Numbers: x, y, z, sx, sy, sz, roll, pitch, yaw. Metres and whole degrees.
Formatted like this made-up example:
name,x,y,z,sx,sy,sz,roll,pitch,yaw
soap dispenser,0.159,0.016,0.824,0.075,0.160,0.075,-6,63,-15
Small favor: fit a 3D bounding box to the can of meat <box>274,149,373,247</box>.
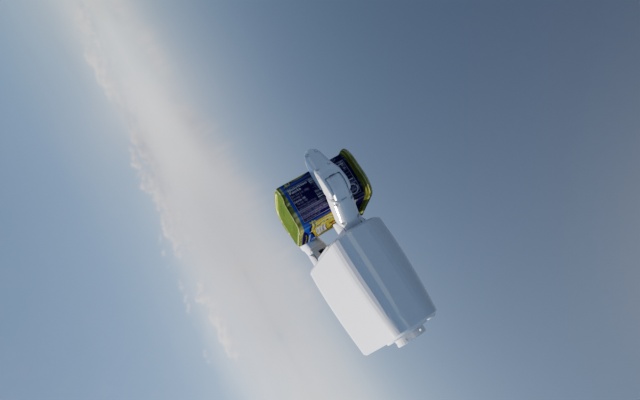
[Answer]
name,x,y,z,sx,sy,sz,roll,pitch,yaw
can of meat,0.000,0.002,0.506,0.084,0.057,0.102,-29,-14,-12
